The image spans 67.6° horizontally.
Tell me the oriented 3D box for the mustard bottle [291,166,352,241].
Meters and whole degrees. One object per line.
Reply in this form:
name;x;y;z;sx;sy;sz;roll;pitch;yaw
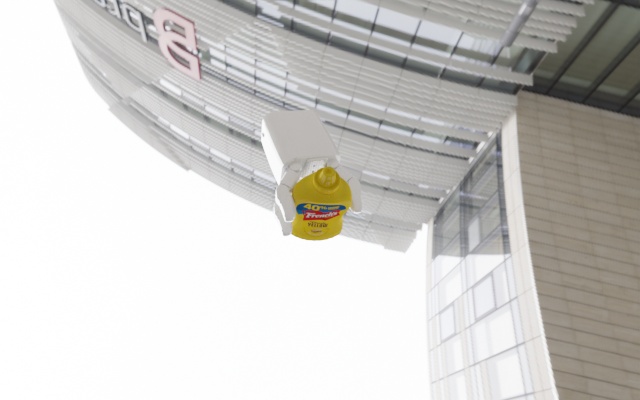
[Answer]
mustard bottle;0.000;0.003;0.773;0.096;0.058;0.192;4;-29;-6
